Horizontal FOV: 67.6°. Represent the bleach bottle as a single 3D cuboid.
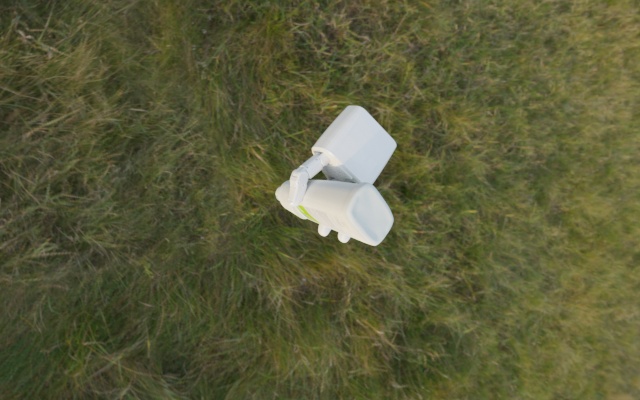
[{"bbox_3d":[0.000,0.003,0.795,0.251,0.068,0.103,15,-28,50],"label":"bleach bottle"}]
